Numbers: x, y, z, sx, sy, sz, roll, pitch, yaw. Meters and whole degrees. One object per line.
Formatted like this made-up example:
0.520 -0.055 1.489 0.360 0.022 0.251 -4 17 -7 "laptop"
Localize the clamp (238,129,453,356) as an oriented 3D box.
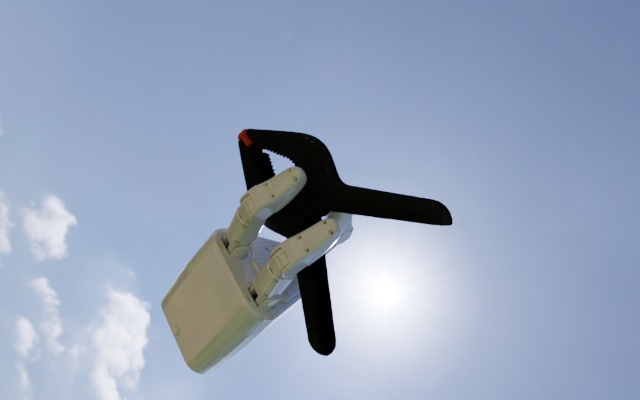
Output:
0.000 0.001 0.409 0.164 0.210 0.036 -45 -26 25 "clamp"
